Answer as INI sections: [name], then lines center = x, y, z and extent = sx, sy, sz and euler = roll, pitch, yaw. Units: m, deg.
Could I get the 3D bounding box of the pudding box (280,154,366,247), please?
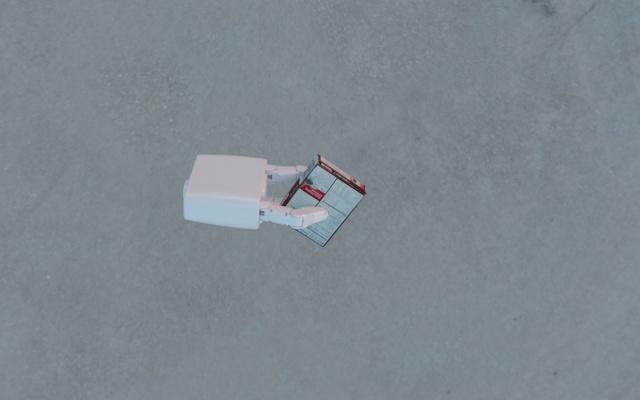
[pudding box]
center = 0.000, 0.002, 0.714
extent = 0.090, 0.113, 0.039
euler = 33, 23, -14
